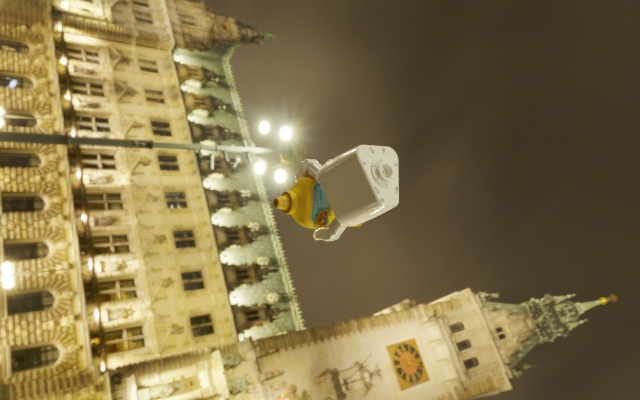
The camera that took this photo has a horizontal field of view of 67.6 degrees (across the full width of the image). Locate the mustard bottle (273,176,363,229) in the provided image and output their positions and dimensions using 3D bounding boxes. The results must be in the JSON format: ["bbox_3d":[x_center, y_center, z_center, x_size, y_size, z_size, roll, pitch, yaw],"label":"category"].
[{"bbox_3d":[0.000,0.003,0.876,0.191,0.096,0.058,-1,8,-37],"label":"mustard bottle"}]
